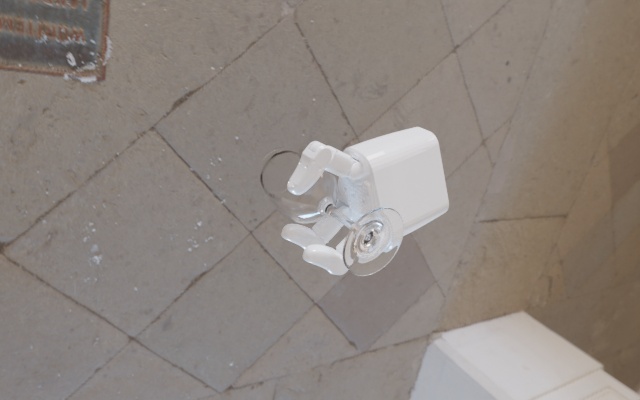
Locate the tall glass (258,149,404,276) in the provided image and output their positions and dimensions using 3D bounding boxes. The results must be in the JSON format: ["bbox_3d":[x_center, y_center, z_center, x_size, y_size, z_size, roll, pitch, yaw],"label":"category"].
[{"bbox_3d":[0.000,0.002,0.536,0.079,0.079,0.201,0,23,-36],"label":"tall glass"}]
